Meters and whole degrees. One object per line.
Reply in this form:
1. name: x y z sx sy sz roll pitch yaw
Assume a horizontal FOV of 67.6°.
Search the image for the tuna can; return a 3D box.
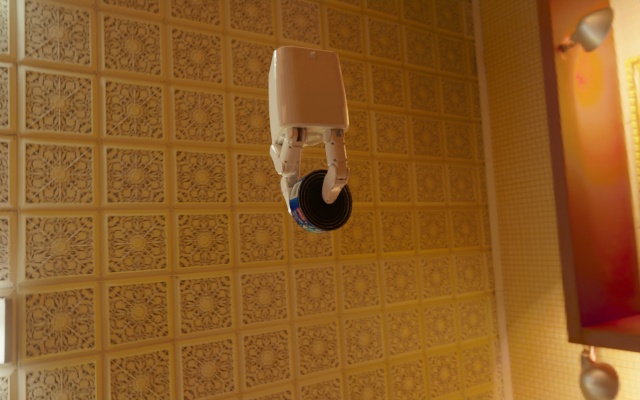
1. tuna can: 0.000 0.002 0.662 0.086 0.086 0.034 0 -12 -31
